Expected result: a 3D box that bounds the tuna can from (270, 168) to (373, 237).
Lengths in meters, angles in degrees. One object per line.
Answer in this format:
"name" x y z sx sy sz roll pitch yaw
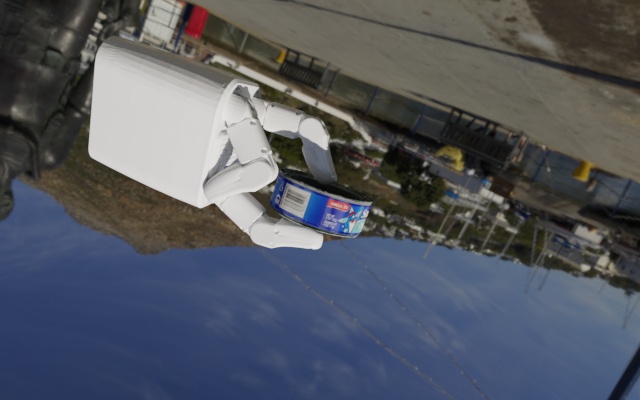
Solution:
"tuna can" 0.000 0.002 0.418 0.086 0.034 0.086 19 9 -3
